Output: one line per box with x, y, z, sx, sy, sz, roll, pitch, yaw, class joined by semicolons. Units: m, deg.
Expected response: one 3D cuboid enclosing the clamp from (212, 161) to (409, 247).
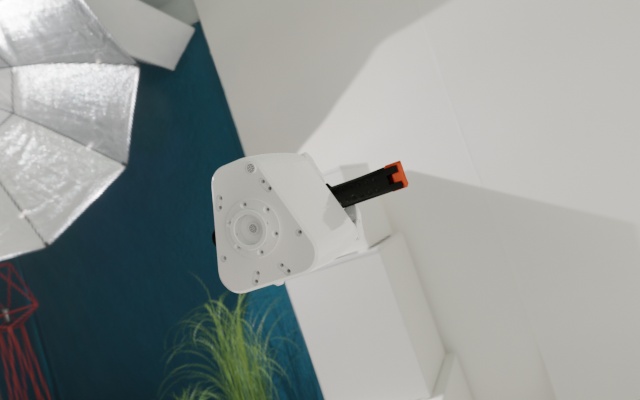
0.000;0.001;0.549;0.210;0.036;0.164;-20;2;19;clamp
